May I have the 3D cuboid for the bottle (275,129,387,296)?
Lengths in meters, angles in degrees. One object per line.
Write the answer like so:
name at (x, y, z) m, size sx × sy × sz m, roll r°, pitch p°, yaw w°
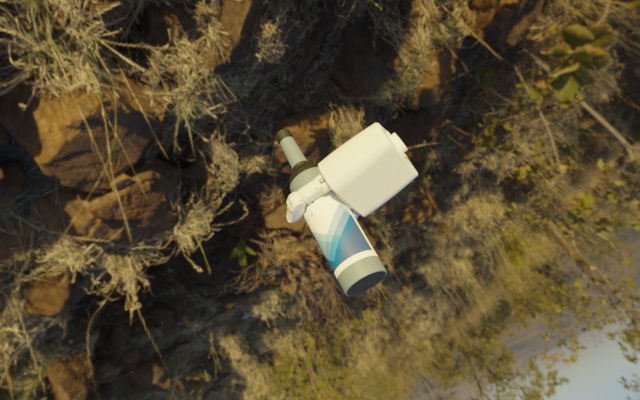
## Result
bottle at (0.000, 0.003, 0.733) m, size 0.069 × 0.295 × 0.069 m, roll -22°, pitch -28°, yaw -13°
